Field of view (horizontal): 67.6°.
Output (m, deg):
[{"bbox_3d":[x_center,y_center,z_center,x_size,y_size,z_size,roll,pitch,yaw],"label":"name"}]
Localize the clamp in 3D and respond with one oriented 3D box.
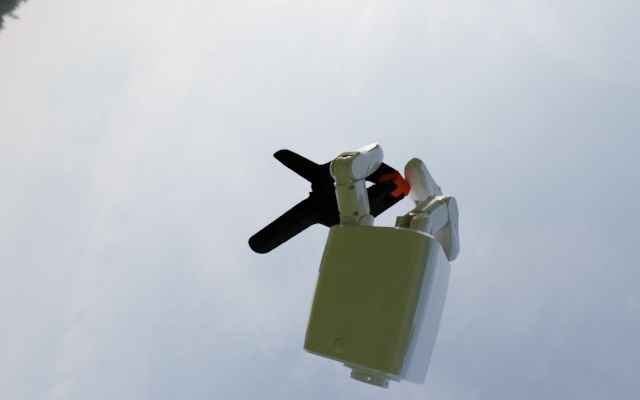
[{"bbox_3d":[0.001,0.002,0.463,0.171,0.120,0.039,2,-20,42],"label":"clamp"}]
